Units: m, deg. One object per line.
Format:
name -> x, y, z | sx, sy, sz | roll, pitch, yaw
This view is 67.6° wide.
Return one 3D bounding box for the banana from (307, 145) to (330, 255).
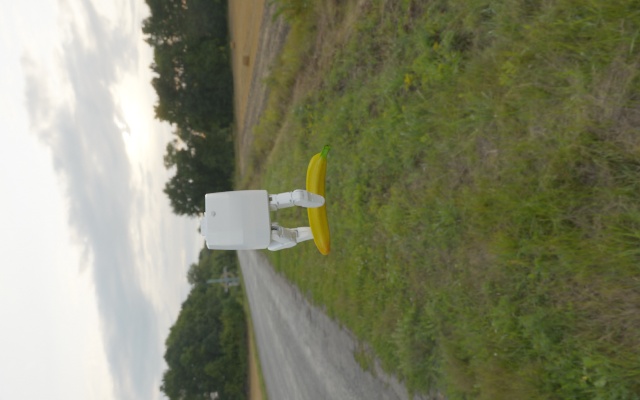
banana -> -0.004, 0.000, 0.883 | 0.037, 0.198, 0.069 | -1, -3, -13
